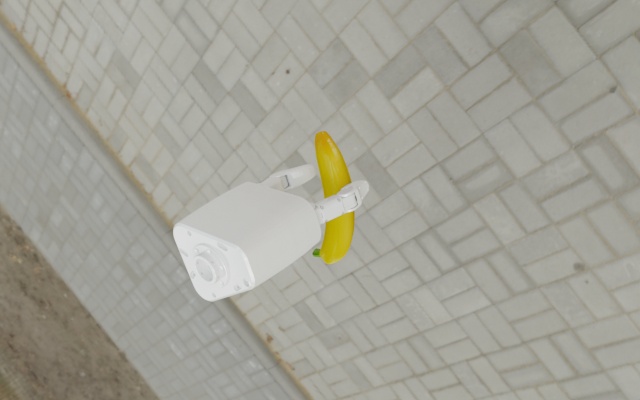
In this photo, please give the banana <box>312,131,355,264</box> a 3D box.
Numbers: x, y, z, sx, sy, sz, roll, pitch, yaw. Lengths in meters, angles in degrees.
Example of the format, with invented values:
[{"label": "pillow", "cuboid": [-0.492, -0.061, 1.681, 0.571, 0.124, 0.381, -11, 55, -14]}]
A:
[{"label": "banana", "cuboid": [0.014, 0.012, 0.603, 0.069, 0.198, 0.037, 27, 39, 31]}]
